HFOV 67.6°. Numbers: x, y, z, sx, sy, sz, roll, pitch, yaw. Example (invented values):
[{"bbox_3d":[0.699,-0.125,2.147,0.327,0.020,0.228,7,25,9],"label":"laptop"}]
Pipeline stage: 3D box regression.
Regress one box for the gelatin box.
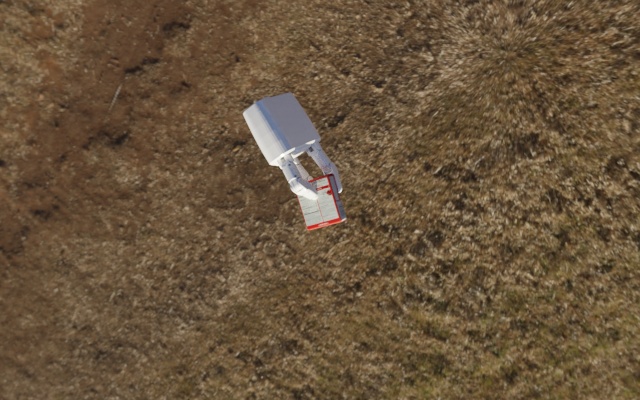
[{"bbox_3d":[0.000,0.003,0.876,0.073,0.089,0.030,-17,0,27],"label":"gelatin box"}]
